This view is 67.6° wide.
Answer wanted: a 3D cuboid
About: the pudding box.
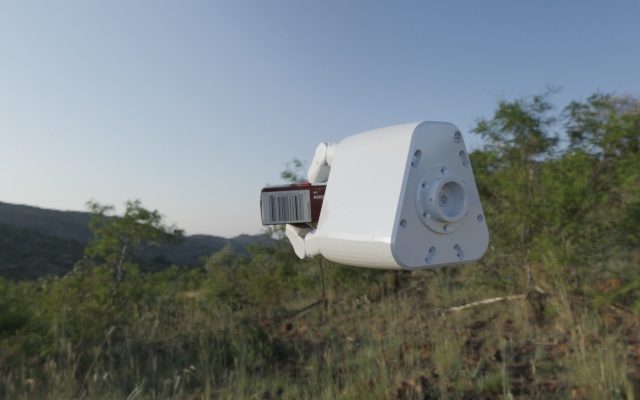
[{"bbox_3d":[0.000,0.001,0.485,0.113,0.039,0.090,-1,2,0],"label":"pudding box"}]
